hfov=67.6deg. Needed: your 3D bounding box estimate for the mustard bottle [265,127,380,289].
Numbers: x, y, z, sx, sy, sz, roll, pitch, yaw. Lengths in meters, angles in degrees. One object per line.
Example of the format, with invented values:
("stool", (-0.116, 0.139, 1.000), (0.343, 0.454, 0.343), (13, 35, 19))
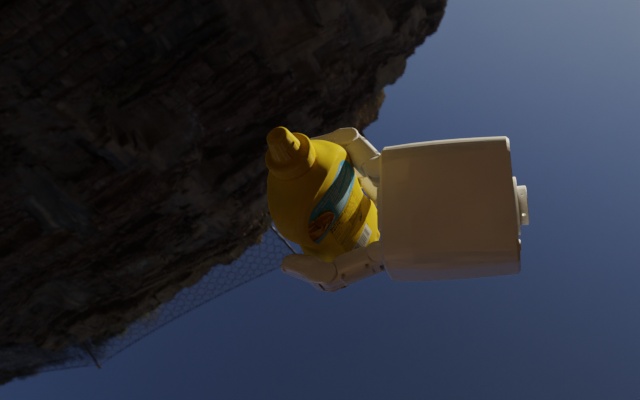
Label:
("mustard bottle", (0.000, 0.002, 0.442), (0.058, 0.096, 0.192), (17, -24, 33))
